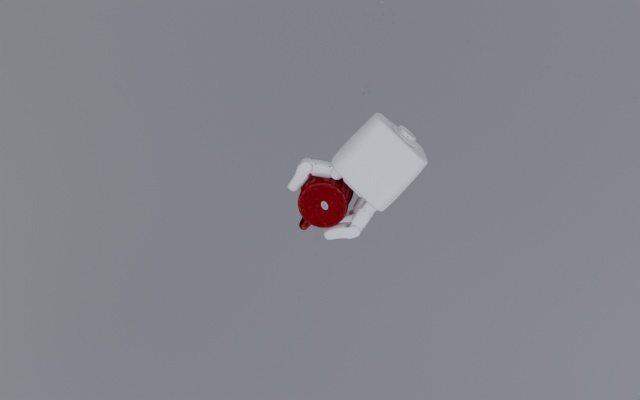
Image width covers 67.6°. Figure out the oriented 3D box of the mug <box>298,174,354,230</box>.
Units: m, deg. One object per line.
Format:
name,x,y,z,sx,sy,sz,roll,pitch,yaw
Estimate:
mug,-0.001,0.004,0.797,0.093,0.117,0.081,37,21,-9
